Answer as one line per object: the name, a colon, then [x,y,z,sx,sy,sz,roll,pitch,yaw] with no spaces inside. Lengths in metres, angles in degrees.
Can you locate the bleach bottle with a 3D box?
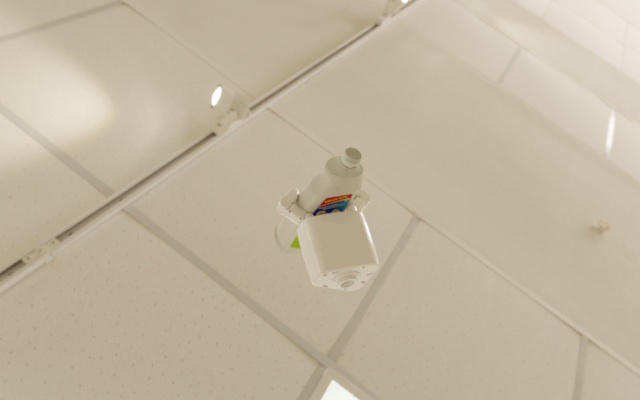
bleach bottle: [0.000,0.003,0.840,0.102,0.068,0.251,2,-39,-26]
